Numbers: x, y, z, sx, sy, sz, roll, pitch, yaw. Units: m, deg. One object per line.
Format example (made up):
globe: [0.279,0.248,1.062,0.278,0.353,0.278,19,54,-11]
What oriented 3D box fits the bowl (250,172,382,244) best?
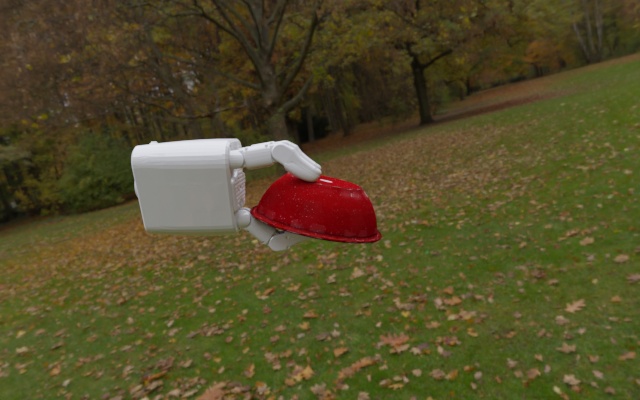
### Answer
bowl: [0.001,0.002,0.573,0.162,0.055,0.162,12,9,-2]
